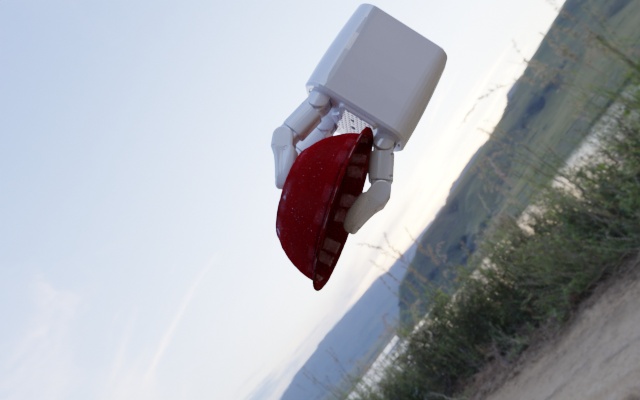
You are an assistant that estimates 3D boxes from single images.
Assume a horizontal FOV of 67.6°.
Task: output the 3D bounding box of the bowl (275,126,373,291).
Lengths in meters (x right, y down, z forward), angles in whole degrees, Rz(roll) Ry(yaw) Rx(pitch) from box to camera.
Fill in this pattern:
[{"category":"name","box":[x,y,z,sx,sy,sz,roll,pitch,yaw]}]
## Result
[{"category":"bowl","box":[-0.001,0.002,0.456,0.055,0.162,0.162,17,3,11]}]
